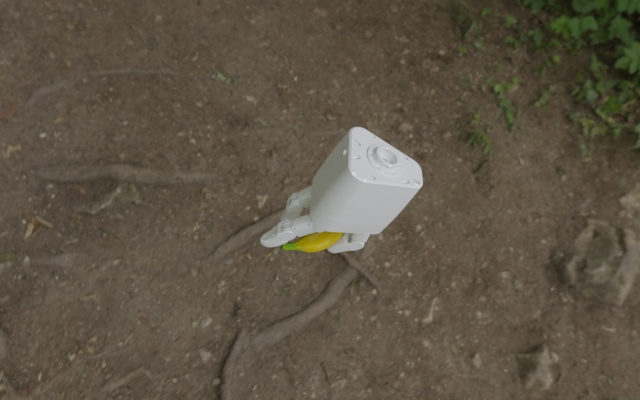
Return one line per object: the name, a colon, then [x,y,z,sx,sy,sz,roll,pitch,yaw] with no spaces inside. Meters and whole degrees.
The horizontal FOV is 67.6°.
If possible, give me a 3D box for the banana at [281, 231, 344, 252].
banana: [0.014,0.015,0.721,0.069,0.197,0.037,33,-44,-1]
